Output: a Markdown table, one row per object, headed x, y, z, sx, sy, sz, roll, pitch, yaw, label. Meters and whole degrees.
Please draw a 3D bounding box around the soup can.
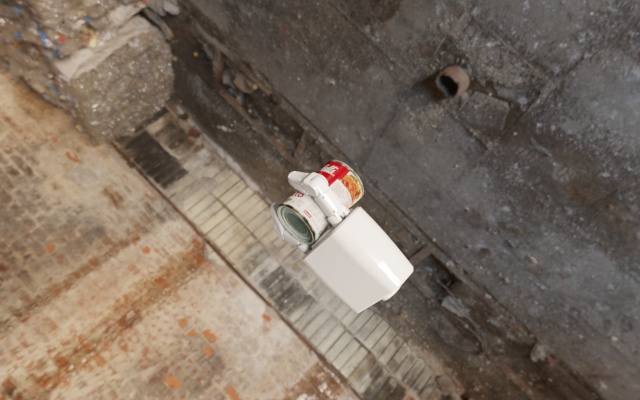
| x | y | z | sx | sy | sz | roll | pitch | yaw | label |
| --- | --- | --- | --- | --- | --- | --- | --- | --- | --- |
| 0.000 | 0.002 | 0.638 | 0.102 | 0.068 | 0.068 | -43 | 22 | -27 | soup can |
